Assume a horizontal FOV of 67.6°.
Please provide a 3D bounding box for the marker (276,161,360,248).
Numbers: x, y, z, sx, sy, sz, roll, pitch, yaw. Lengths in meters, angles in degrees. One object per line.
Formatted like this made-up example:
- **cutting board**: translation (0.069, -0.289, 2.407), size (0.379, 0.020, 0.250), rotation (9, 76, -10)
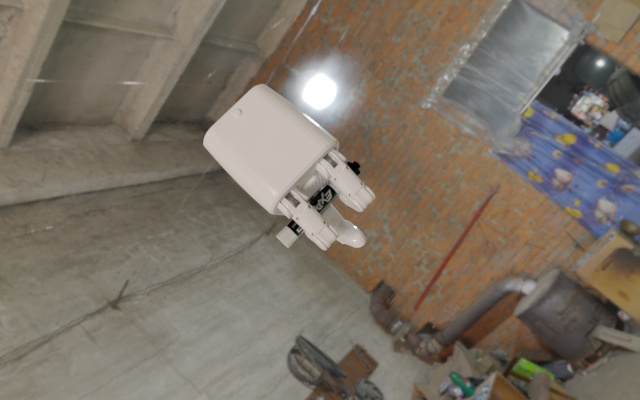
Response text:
- **marker**: translation (0.000, 0.002, 0.521), size (0.020, 0.121, 0.020), rotation (42, -10, 10)
